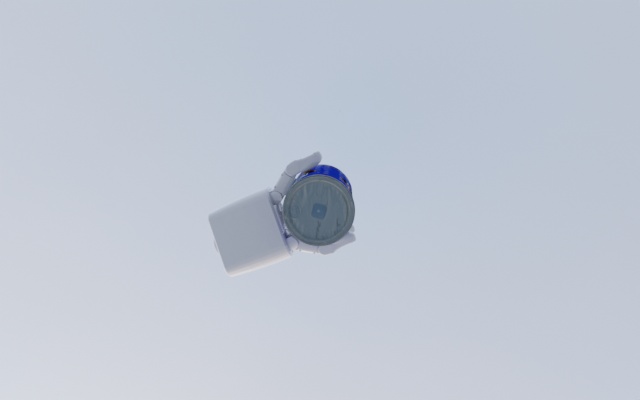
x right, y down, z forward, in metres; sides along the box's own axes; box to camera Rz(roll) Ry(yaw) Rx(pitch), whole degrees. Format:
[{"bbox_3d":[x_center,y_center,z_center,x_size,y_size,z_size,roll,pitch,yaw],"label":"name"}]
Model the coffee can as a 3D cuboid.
[{"bbox_3d":[0.000,0.002,0.736,0.103,0.103,0.140,0,11,2],"label":"coffee can"}]
